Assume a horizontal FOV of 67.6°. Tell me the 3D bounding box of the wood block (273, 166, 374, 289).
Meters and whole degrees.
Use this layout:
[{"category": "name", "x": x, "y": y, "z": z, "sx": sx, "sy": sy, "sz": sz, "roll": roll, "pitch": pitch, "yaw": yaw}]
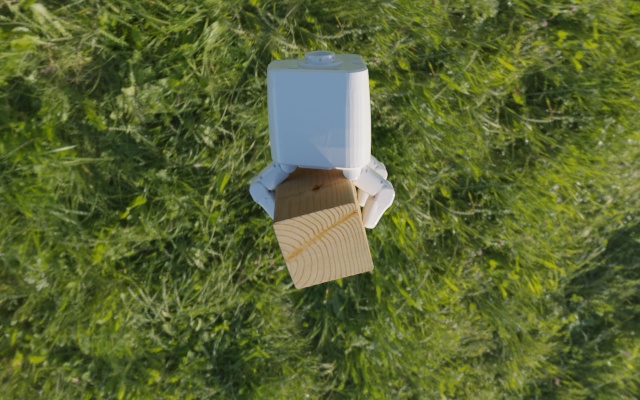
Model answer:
[{"category": "wood block", "x": 0.000, "y": 0.002, "z": 0.590, "sx": 0.091, "sy": 0.090, "sz": 0.206, "roll": -15, "pitch": 27, "yaw": 5}]
